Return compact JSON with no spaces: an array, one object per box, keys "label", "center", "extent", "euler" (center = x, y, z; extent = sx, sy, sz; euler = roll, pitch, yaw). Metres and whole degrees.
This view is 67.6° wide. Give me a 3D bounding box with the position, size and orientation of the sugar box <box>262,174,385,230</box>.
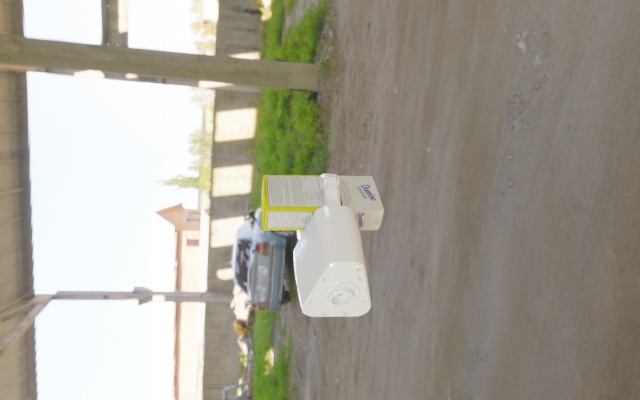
[{"label":"sugar box","center":[0.000,0.003,0.725],"extent":[0.176,0.048,0.093],"euler":[3,37,-10]}]
